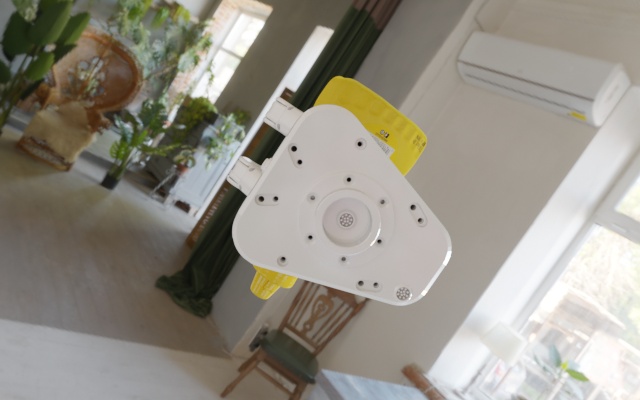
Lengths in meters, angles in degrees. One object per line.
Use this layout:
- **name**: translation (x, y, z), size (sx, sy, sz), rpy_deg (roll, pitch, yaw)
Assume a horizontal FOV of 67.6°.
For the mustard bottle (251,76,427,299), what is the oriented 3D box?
- **mustard bottle**: translation (0.000, 0.001, 0.401), size (0.096, 0.191, 0.058), rpy_deg (31, 6, -28)
